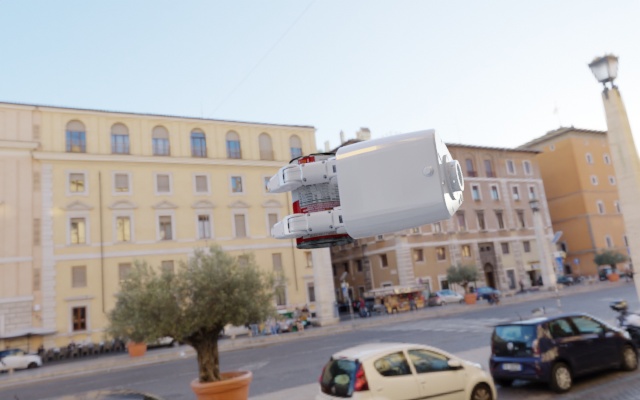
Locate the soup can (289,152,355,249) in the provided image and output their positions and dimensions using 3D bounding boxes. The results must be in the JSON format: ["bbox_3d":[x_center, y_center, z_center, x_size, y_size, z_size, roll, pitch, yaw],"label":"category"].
[{"bbox_3d":[0.000,0.002,0.558,0.068,0.102,0.068,-6,-11,-1],"label":"soup can"}]
